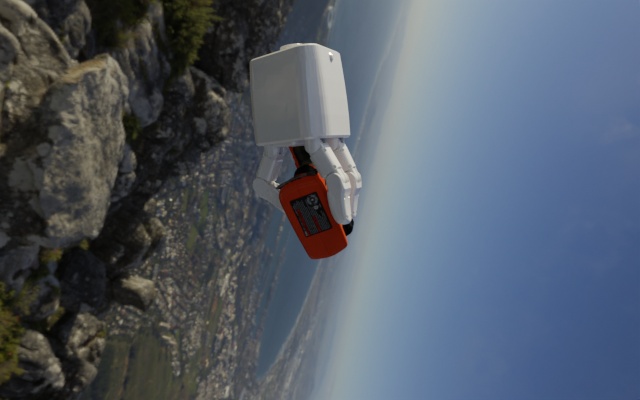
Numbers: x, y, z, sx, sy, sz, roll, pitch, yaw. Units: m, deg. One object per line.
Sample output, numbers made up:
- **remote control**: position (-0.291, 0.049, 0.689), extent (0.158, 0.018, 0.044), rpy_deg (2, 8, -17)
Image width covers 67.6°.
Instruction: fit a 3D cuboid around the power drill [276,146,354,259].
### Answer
- **power drill**: position (0.000, 0.002, 0.650), extent (0.057, 0.184, 0.187), rpy_deg (-23, 20, 10)
